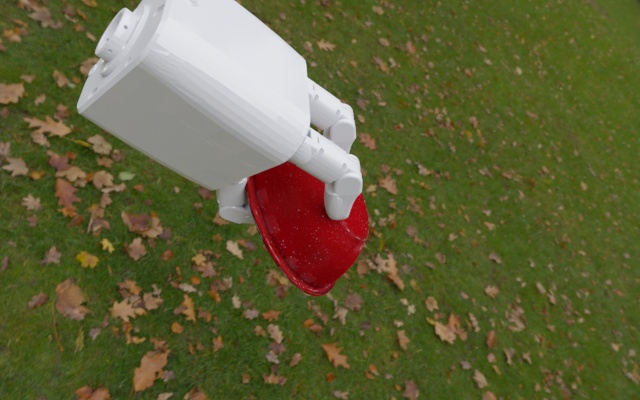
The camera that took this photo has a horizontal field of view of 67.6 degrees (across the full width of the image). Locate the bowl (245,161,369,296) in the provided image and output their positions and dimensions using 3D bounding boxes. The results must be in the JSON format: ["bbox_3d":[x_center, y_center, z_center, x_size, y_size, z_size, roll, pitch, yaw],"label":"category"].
[{"bbox_3d":[0.001,0.002,0.435,0.055,0.162,0.162,-22,-8,21],"label":"bowl"}]
